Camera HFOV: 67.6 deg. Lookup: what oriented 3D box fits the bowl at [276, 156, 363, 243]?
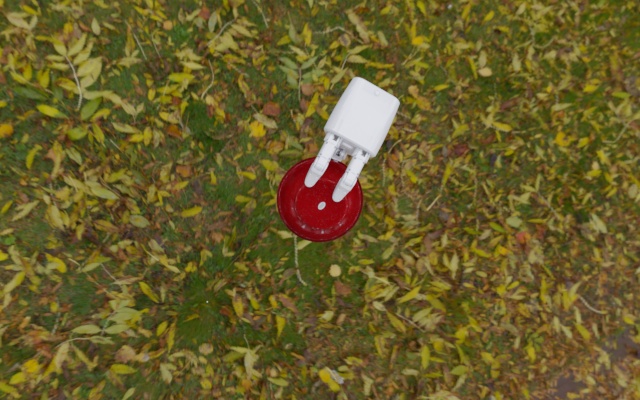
[{"bbox_3d":[0.000,0.004,0.860,0.162,0.162,0.055,0,9,-2],"label":"bowl"}]
